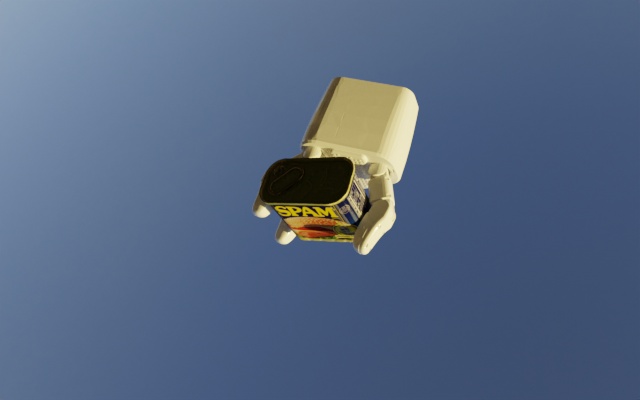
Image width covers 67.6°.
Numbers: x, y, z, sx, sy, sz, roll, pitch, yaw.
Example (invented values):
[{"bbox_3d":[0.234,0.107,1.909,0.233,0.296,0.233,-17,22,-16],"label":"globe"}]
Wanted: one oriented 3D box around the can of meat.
[{"bbox_3d":[0.000,0.002,0.509,0.102,0.057,0.084,1,-32,27],"label":"can of meat"}]
